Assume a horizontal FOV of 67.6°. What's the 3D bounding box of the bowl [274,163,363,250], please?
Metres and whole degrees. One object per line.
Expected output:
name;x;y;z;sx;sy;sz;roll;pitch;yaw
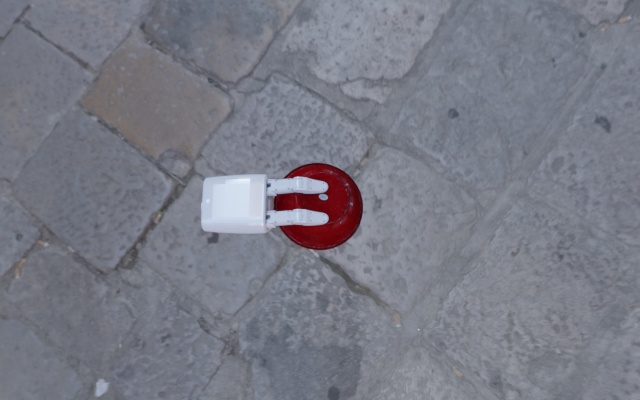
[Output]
bowl;0.001;0.002;0.828;0.162;0.162;0.055;0;-15;-7
